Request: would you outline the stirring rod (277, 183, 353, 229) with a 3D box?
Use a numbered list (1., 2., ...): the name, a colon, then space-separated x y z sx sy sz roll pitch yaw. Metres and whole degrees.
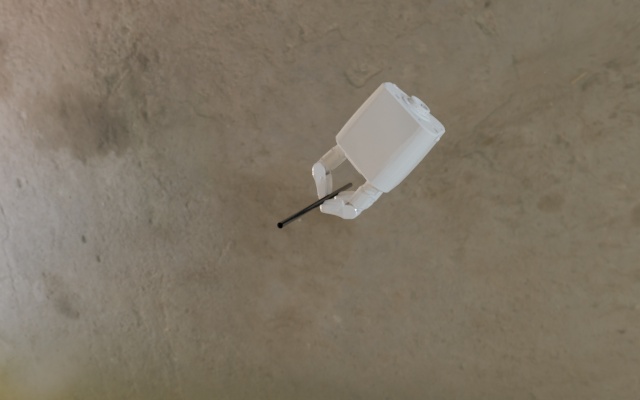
1. stirring rod: 0.000 0.002 0.691 0.011 0.011 0.239 0 14 25
